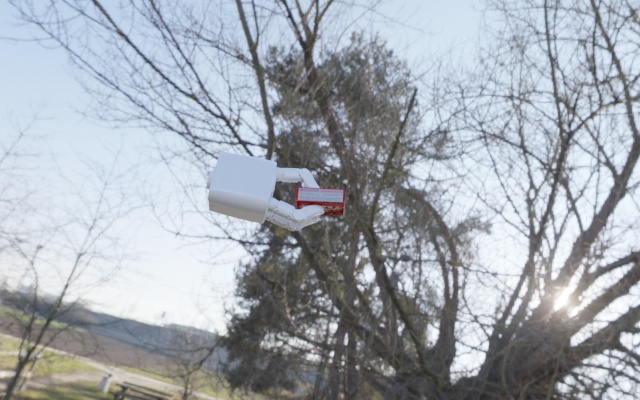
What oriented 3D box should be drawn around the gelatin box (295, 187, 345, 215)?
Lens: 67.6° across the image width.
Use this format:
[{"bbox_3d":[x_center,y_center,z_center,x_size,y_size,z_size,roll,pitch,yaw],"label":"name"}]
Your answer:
[{"bbox_3d":[0.001,0.002,0.883,0.089,0.030,0.073,2,-20,2],"label":"gelatin box"}]
